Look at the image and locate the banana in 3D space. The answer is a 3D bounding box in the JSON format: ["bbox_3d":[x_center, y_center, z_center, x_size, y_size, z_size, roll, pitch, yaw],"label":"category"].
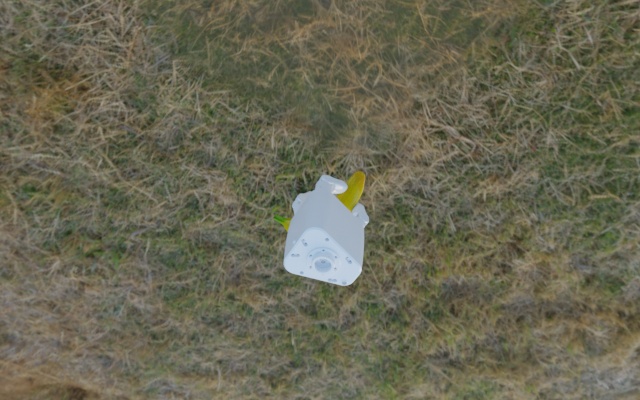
[{"bbox_3d":[0.008,0.019,0.860,0.198,0.070,0.037,-28,21,22],"label":"banana"}]
